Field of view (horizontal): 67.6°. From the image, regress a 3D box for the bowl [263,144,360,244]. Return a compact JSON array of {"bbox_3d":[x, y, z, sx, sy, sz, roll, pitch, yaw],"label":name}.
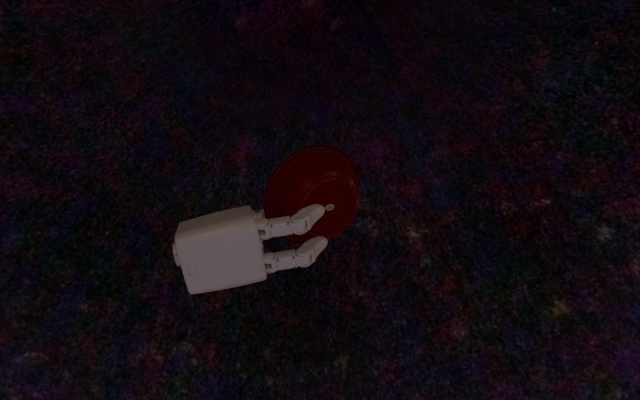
[{"bbox_3d":[0.001,0.002,0.704,0.162,0.162,0.055,0,22,-30],"label":"bowl"}]
